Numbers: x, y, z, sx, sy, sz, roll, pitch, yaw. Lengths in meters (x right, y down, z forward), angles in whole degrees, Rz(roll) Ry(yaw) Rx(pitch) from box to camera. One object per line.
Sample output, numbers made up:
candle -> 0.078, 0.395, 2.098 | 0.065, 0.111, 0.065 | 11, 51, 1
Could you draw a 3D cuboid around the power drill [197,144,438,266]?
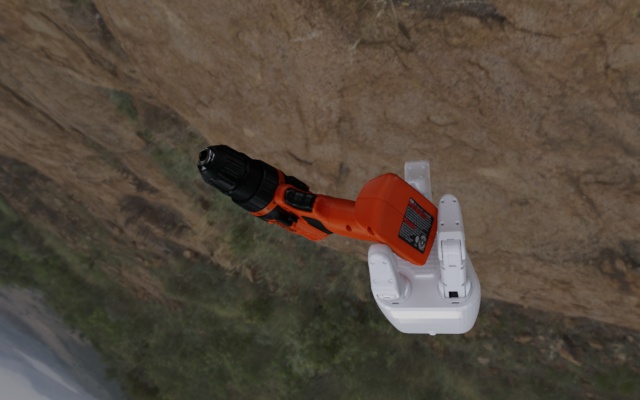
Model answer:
power drill -> 0.001, 0.002, 0.444 | 0.187, 0.057, 0.184 | 11, -13, 42
